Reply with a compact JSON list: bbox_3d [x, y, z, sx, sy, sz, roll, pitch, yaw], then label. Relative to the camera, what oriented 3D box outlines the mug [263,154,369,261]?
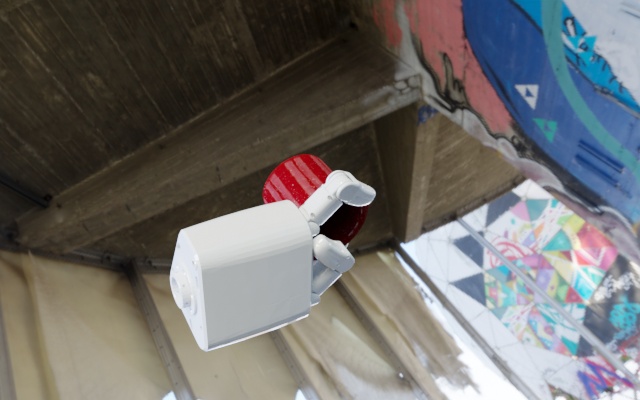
[{"bbox_3d":[0.001,0.001,0.523,0.117,0.093,0.081,-13,46,-33],"label":"mug"}]
